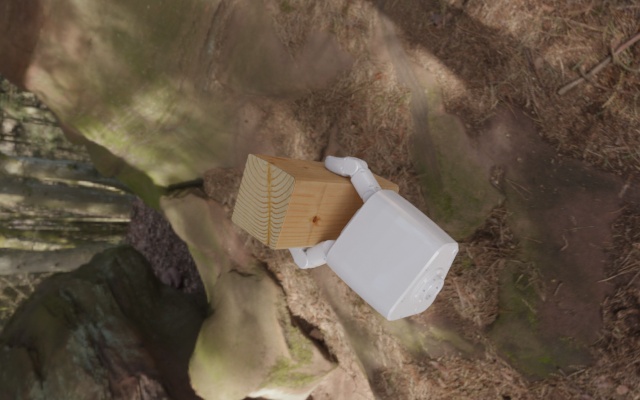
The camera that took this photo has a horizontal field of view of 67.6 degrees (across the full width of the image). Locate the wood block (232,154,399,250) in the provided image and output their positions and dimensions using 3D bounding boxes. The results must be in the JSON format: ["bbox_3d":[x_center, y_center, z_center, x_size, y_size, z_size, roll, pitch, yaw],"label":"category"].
[{"bbox_3d":[0.000,0.002,0.632,0.090,0.091,0.206,29,18,39],"label":"wood block"}]
